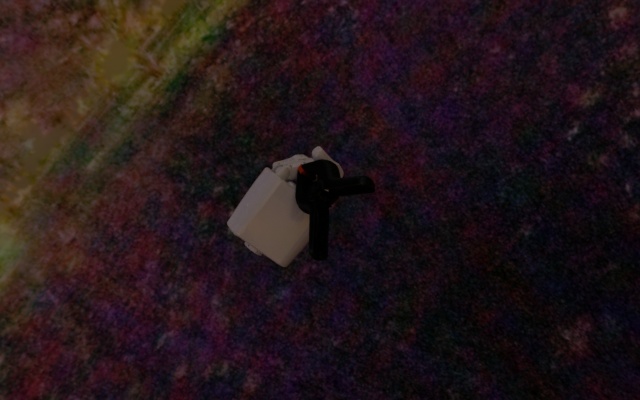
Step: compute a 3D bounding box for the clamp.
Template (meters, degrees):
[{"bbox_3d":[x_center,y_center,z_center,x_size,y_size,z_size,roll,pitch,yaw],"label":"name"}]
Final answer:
[{"bbox_3d":[0.000,0.002,0.633,0.039,0.120,0.171,34,3,-28],"label":"clamp"}]
